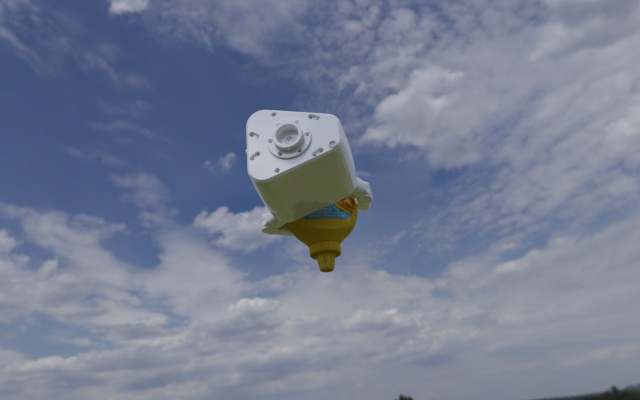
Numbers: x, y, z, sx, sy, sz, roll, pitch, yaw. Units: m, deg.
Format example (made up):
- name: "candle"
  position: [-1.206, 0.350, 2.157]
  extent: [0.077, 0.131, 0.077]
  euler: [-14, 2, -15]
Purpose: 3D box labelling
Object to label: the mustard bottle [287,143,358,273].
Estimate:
- name: "mustard bottle"
  position: [0.000, 0.002, 0.641]
  extent: [0.096, 0.191, 0.058]
  euler: [1, -26, -15]
